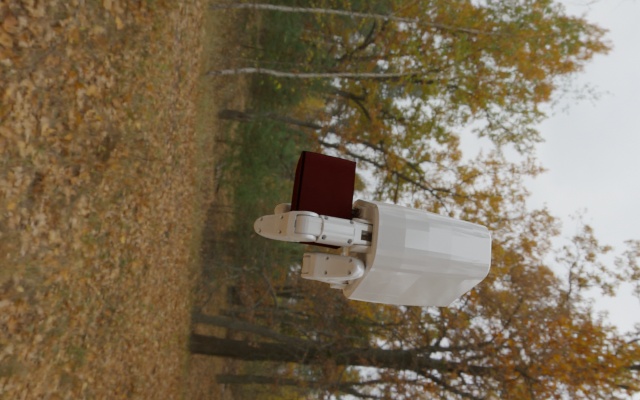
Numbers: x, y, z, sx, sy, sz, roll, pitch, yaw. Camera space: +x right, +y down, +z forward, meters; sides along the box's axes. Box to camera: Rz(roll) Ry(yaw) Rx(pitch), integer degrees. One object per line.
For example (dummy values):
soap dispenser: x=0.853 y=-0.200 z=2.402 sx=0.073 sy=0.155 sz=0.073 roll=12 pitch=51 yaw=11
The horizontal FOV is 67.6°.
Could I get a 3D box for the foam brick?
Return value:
foam brick: x=0.000 y=0.001 z=0.447 sx=0.051 sy=0.078 sz=0.053 roll=8 pitch=-14 yaw=-8
